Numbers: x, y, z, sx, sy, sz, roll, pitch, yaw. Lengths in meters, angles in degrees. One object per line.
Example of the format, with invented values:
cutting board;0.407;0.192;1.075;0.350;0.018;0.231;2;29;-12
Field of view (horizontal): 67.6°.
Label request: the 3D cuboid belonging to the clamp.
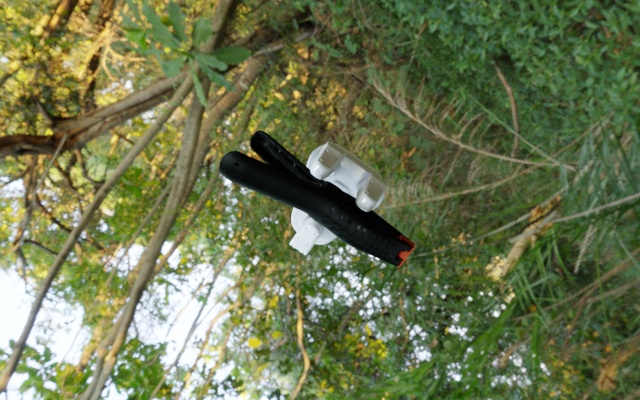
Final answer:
clamp;0.000;0.002;0.466;0.210;0.036;0.164;35;14;0
